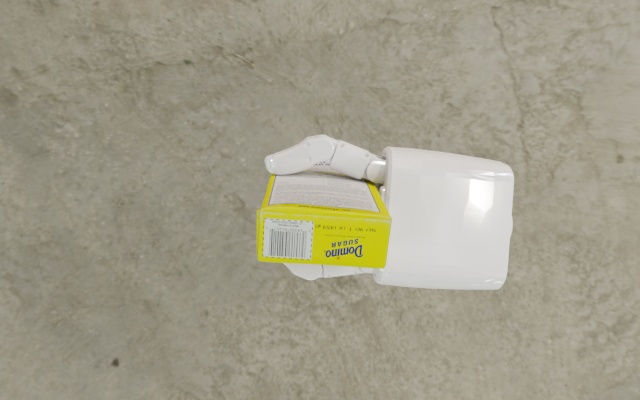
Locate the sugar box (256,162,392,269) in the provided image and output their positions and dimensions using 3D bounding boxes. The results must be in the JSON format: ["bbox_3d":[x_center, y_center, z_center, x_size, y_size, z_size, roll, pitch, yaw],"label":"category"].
[{"bbox_3d":[0.000,0.002,0.409,0.093,0.048,0.176,5,15,-2],"label":"sugar box"}]
